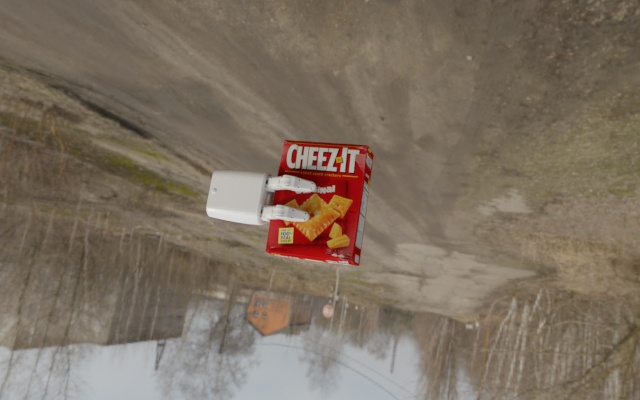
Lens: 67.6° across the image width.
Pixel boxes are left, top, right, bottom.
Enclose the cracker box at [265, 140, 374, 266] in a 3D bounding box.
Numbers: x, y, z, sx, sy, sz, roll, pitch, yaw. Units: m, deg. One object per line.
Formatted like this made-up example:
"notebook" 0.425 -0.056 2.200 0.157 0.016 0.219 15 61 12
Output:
"cracker box" 0.000 0.003 0.873 0.164 0.213 0.072 6 -11 15
